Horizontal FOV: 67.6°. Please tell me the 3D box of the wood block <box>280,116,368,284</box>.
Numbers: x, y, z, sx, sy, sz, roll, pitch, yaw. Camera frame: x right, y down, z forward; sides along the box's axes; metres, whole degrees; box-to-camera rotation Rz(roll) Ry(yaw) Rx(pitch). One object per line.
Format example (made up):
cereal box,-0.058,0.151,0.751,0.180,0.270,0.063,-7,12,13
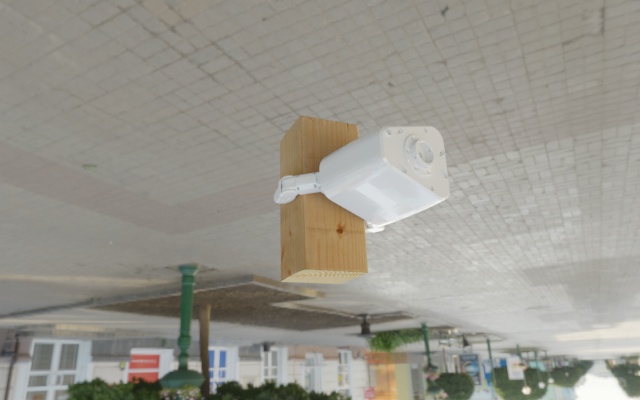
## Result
wood block,0.000,0.002,0.649,0.091,0.206,0.090,6,-21,-23
